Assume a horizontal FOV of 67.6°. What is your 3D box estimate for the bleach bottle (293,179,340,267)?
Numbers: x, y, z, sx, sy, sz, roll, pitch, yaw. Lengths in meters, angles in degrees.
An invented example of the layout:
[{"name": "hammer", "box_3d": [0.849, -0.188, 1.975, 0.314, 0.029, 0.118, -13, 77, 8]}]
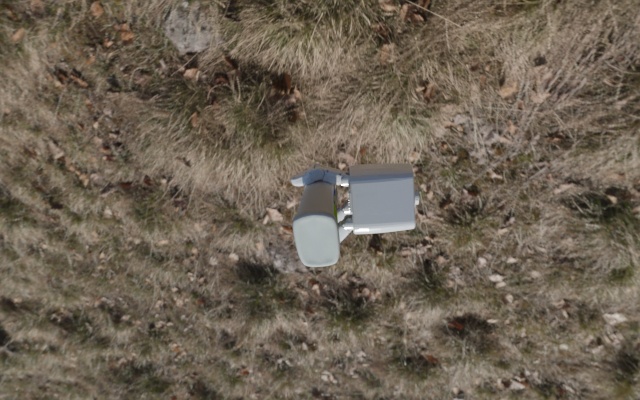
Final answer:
[{"name": "bleach bottle", "box_3d": [0.000, 0.003, 0.826, 0.068, 0.103, 0.250, -5, 29, 6]}]
